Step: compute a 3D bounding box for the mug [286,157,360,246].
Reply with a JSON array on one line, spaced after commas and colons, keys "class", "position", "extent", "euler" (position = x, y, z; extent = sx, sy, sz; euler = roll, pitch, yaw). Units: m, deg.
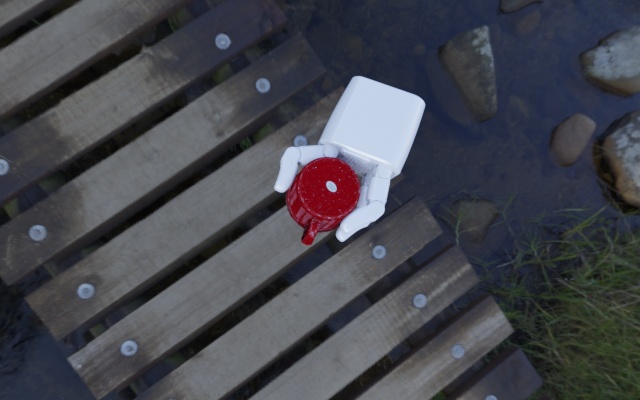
[{"class": "mug", "position": [0.000, 0.003, 0.619], "extent": [0.093, 0.117, 0.081], "euler": [23, -13, -4]}]
